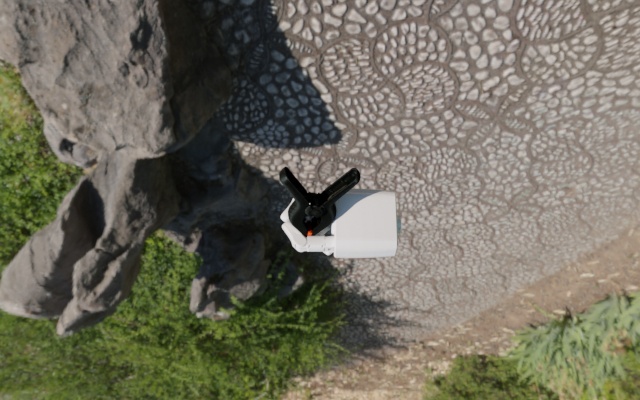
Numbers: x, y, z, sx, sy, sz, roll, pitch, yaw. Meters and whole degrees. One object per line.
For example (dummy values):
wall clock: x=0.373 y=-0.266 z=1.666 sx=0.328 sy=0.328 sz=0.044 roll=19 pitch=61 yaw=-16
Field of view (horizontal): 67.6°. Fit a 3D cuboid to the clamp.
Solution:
clamp: x=0.000 y=0.003 z=0.756 sx=0.120 sy=0.039 sz=0.172 roll=0 pitch=-34 yaw=0
